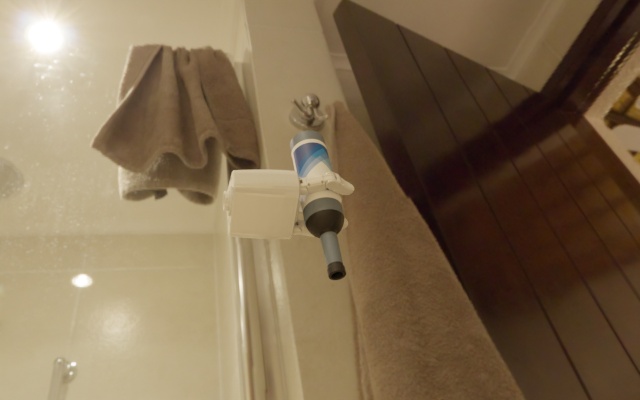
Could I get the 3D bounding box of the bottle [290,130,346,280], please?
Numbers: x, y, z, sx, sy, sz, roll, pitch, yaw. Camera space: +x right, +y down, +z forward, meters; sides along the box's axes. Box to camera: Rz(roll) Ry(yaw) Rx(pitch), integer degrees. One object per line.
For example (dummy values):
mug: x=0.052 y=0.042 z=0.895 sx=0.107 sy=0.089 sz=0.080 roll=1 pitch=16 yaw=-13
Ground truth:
bottle: x=0.000 y=0.002 z=0.810 sx=0.069 sy=0.295 sz=0.069 roll=-8 pitch=-40 yaw=-6
